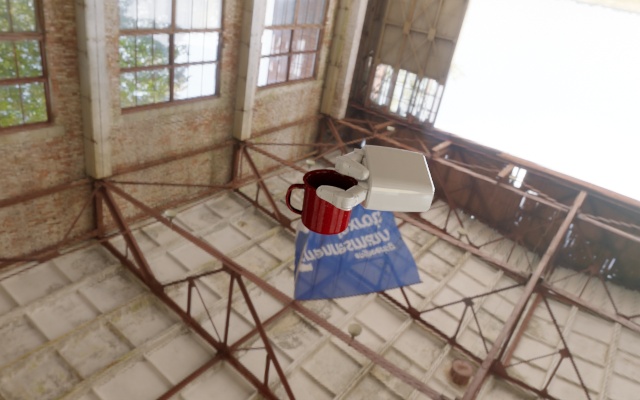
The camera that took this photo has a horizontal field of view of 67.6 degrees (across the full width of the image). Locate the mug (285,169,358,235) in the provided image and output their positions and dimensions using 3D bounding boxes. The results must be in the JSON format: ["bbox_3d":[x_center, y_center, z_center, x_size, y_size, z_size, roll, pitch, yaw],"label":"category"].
[{"bbox_3d":[-0.001,0.003,0.792,0.117,0.081,0.093,6,28,-6],"label":"mug"}]
